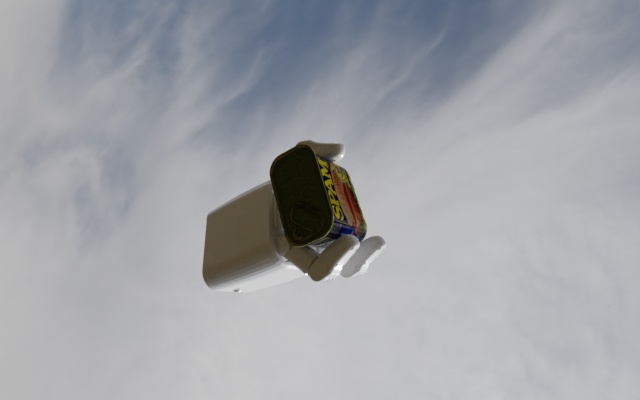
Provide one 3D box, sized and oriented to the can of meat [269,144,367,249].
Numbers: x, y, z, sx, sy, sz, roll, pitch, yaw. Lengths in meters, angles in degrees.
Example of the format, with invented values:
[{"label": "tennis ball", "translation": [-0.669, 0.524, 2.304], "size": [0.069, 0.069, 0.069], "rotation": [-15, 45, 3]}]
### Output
[{"label": "can of meat", "translation": [0.000, 0.002, 0.507], "size": [0.057, 0.102, 0.084], "rotation": [-26, -23, 24]}]
